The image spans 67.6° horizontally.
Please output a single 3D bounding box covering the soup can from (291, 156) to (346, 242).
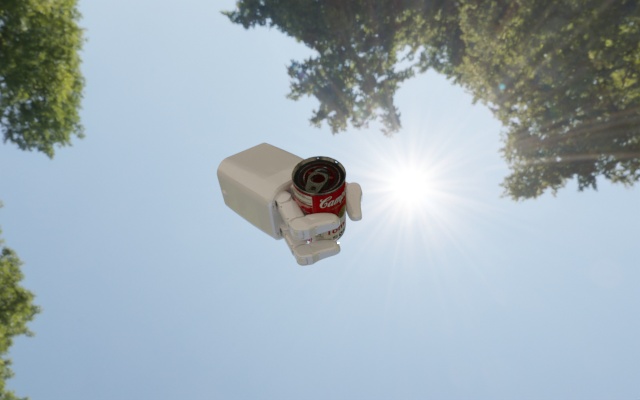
[{"bbox_3d":[0.001,0.002,0.625,0.068,0.068,0.102,0,-43,3],"label":"soup can"}]
